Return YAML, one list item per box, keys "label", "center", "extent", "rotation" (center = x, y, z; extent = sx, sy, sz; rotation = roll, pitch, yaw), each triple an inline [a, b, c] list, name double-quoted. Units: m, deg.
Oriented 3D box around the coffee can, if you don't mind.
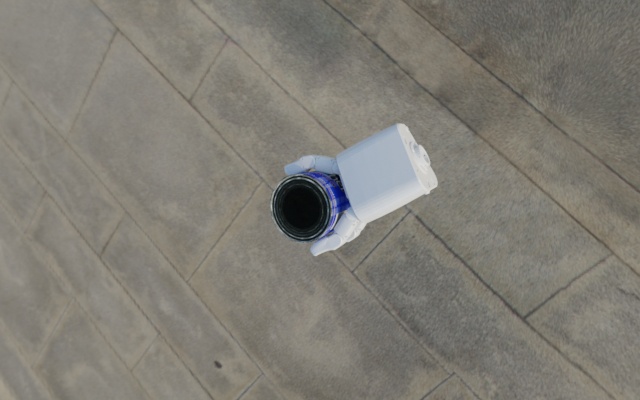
- label: "coffee can"
  center: [0.000, 0.002, 0.753]
  extent: [0.103, 0.103, 0.140]
  rotation: [0, 8, 26]
